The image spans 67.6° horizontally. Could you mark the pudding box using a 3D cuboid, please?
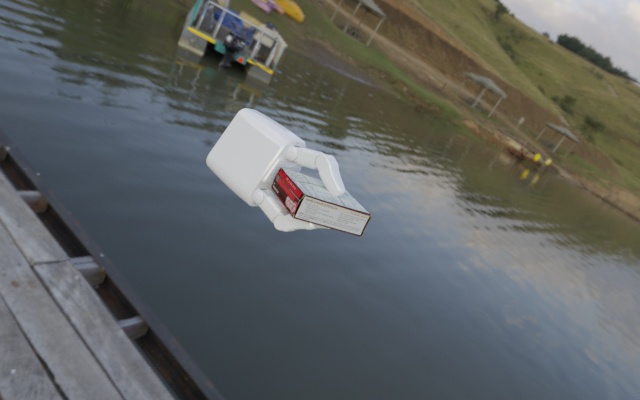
[{"bbox_3d":[0.000,0.002,0.637,0.113,0.039,0.090,15,20,-31],"label":"pudding box"}]
